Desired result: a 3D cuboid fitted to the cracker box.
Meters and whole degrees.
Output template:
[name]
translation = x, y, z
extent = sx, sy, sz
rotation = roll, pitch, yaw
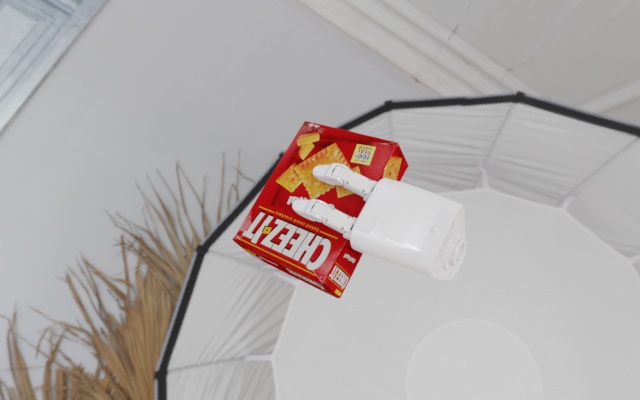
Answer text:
[cracker box]
translation = 0.000, 0.002, 0.668
extent = 0.164, 0.213, 0.072
rotation = 20, -18, 33
